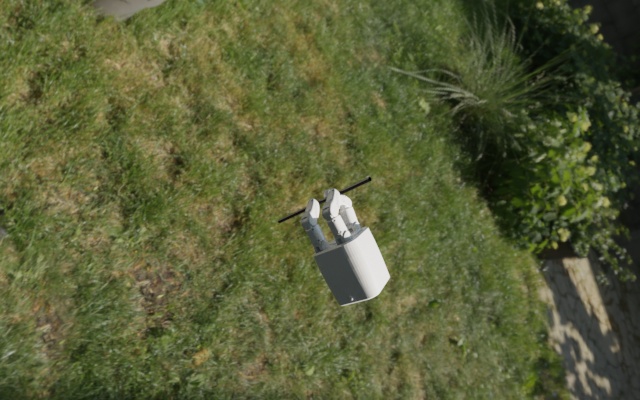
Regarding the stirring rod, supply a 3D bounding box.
[{"bbox_3d":[0.000,0.003,0.876,0.011,0.011,0.239,0,-19,-46],"label":"stirring rod"}]
